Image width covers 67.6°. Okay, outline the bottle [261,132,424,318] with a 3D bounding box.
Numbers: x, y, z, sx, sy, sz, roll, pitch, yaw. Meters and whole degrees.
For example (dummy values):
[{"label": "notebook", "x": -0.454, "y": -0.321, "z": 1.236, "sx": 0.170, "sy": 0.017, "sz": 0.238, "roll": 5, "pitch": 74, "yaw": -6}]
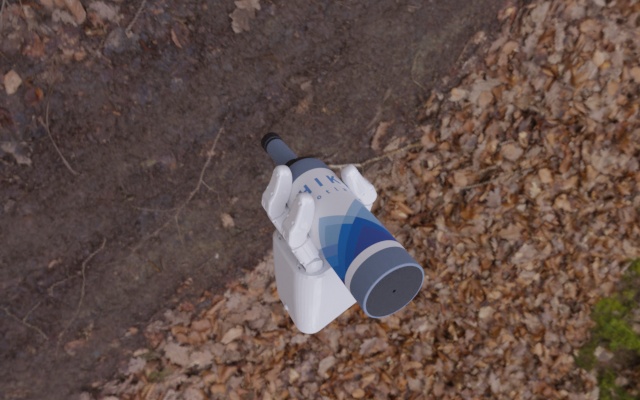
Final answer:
[{"label": "bottle", "x": 0.000, "y": 0.002, "z": 0.535, "sx": 0.069, "sy": 0.069, "sz": 0.295, "roll": 0, "pitch": 33, "yaw": -33}]
